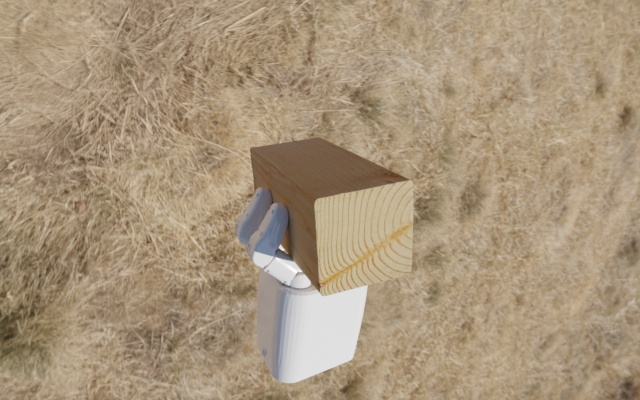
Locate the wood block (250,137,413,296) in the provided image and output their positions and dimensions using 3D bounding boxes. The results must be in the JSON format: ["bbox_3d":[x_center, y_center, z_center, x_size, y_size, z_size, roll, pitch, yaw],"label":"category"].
[{"bbox_3d":[0.000,0.002,0.485,0.091,0.090,0.206,-11,21,-20],"label":"wood block"}]
